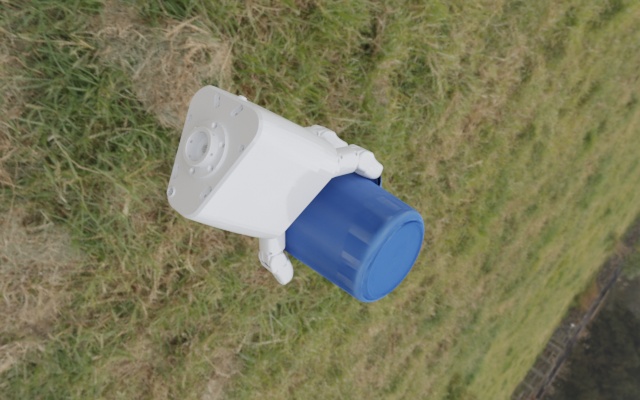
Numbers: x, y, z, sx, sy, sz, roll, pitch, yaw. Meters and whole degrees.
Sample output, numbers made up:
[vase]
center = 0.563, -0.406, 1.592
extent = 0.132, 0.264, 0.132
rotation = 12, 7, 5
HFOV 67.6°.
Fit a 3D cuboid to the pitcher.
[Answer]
[pitcher]
center = 0.000, 0.002, 0.550
extent = 0.242, 0.149, 0.145
rotation = 32, 5, 35
